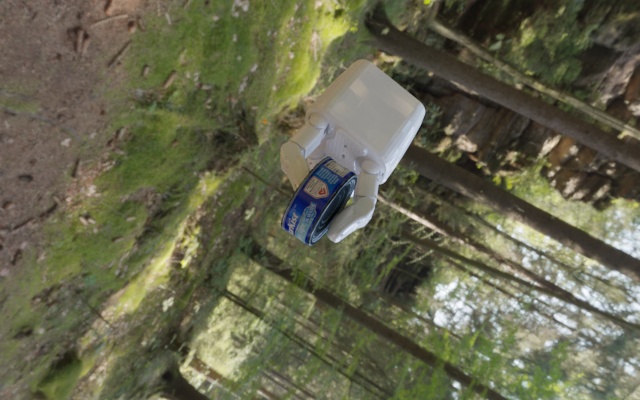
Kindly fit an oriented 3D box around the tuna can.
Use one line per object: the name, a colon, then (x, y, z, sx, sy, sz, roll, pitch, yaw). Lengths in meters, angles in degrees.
tuna can: (0.001, 0.002, 0.470, 0.033, 0.086, 0.086, 34, 8, 12)
